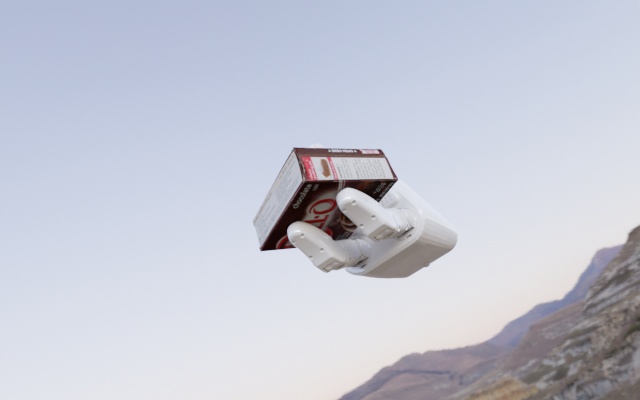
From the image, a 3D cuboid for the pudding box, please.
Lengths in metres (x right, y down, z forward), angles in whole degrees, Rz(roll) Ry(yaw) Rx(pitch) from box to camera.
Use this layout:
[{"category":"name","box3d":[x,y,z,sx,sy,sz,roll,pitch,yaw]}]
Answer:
[{"category":"pudding box","box3d":[0.000,0.001,0.421,0.090,0.039,0.114,-3,-34,-30]}]
